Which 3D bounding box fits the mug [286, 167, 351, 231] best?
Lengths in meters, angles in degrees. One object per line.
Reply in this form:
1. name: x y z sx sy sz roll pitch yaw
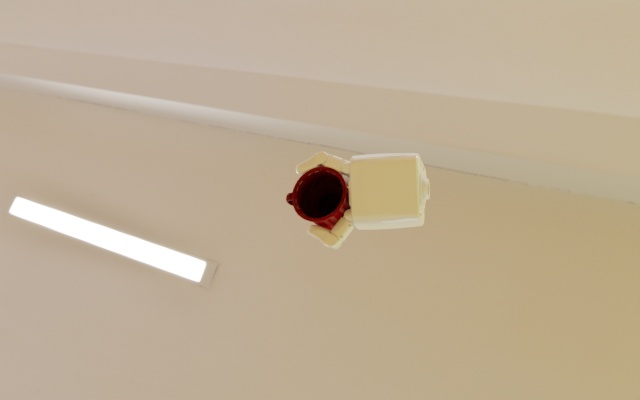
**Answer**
1. mug: -0.001 0.003 0.792 0.117 0.093 0.081 -1 -20 22
